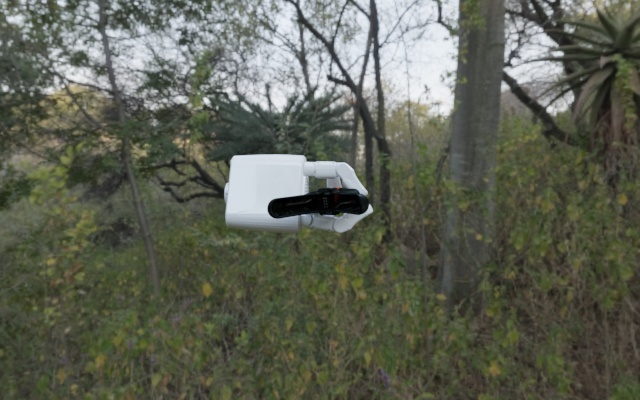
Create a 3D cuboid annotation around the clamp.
[{"bbox_3d":[0.000,0.001,0.624,0.120,0.039,0.171,2,2,3],"label":"clamp"}]
